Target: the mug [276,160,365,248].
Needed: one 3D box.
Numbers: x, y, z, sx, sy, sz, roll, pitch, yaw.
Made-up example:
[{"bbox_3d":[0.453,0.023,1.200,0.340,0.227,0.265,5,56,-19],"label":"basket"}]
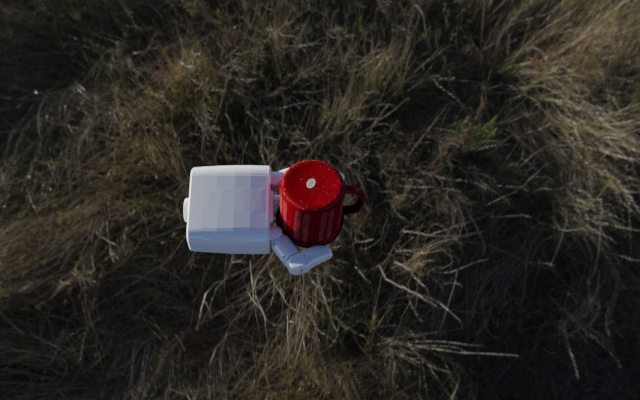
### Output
[{"bbox_3d":[0.002,0.002,0.619,0.117,0.093,0.082,-1,-34,-5],"label":"mug"}]
